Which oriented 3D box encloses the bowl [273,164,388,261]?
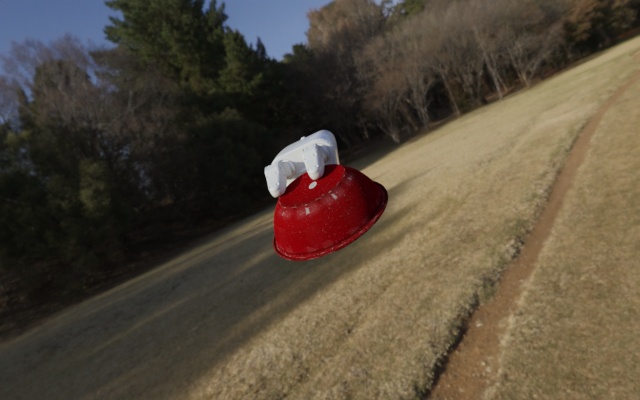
[{"bbox_3d":[0.000,0.002,0.598,0.162,0.055,0.162,-23,26,12],"label":"bowl"}]
